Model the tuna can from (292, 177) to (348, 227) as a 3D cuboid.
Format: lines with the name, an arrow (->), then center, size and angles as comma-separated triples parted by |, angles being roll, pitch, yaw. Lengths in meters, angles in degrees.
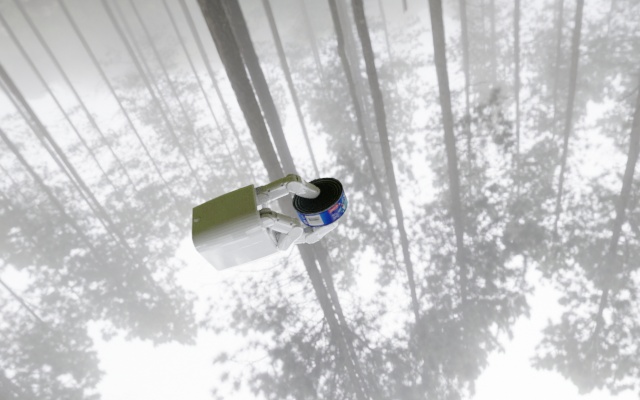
tuna can -> 0.000, 0.003, 0.769 | 0.086, 0.034, 0.086 | -15, 39, 12
